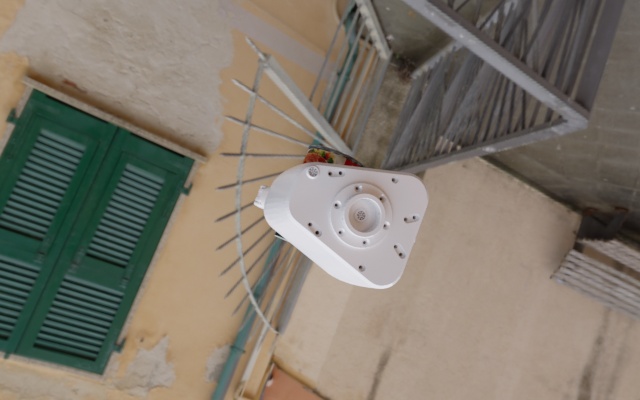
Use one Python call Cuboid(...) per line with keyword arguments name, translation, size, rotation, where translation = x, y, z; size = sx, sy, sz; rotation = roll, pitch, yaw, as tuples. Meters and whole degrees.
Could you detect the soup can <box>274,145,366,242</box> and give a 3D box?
Cuboid(name="soup can", translation=(0.000, 0.002, 0.508), size=(0.068, 0.102, 0.068), rotation=(21, -7, 3))
